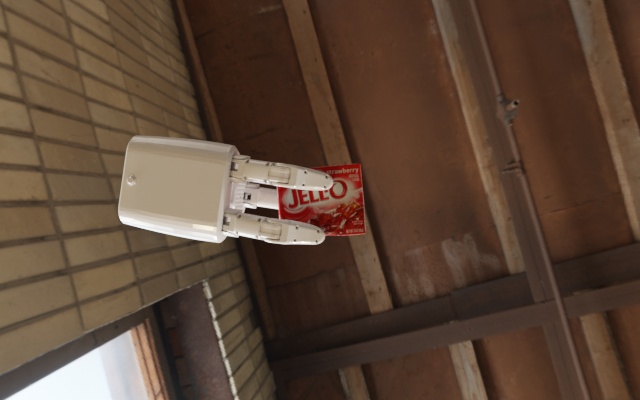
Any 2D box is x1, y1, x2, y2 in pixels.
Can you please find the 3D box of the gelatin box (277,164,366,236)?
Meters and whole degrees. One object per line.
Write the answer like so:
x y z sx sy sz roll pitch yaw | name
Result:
0.000 0.002 0.499 0.089 0.073 0.030 -5 1 -1 | gelatin box
